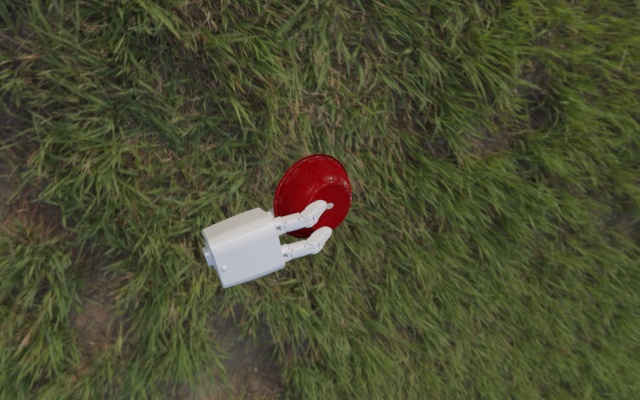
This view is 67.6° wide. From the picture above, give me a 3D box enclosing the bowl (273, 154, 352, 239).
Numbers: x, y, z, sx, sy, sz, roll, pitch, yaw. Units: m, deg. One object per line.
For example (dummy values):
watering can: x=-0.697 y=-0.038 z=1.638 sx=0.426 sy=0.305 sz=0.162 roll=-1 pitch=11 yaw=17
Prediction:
bowl: x=0.001 y=0.002 z=0.837 sx=0.162 sy=0.162 sz=0.055 roll=0 pitch=20 yaw=-36
